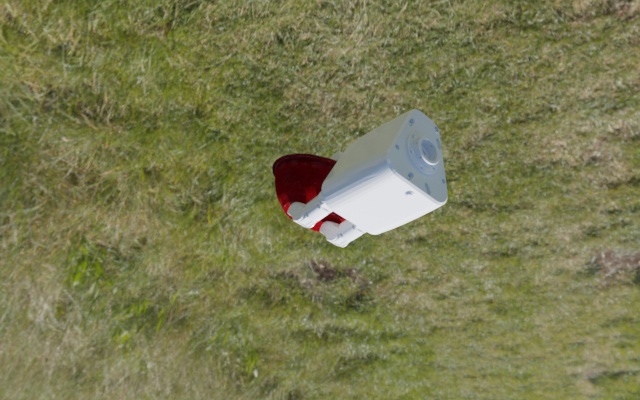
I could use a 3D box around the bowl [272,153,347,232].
[{"bbox_3d":[0.000,0.003,0.663,0.162,0.055,0.162,17,-23,7],"label":"bowl"}]
